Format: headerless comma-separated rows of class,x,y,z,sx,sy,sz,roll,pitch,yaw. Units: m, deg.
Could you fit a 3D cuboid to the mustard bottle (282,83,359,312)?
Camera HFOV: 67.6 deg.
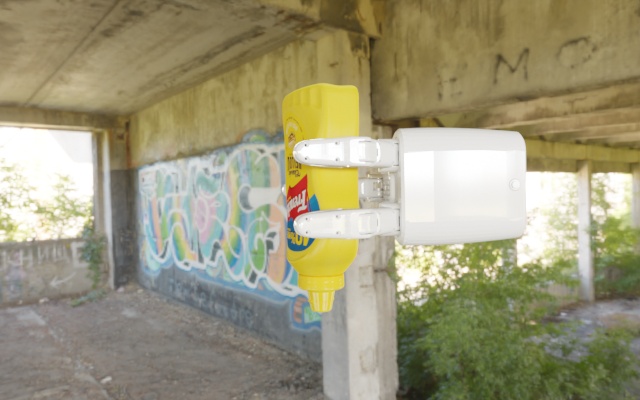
mustard bottle,0.000,0.001,0.421,0.058,0.191,0.096,-2,1,-25
